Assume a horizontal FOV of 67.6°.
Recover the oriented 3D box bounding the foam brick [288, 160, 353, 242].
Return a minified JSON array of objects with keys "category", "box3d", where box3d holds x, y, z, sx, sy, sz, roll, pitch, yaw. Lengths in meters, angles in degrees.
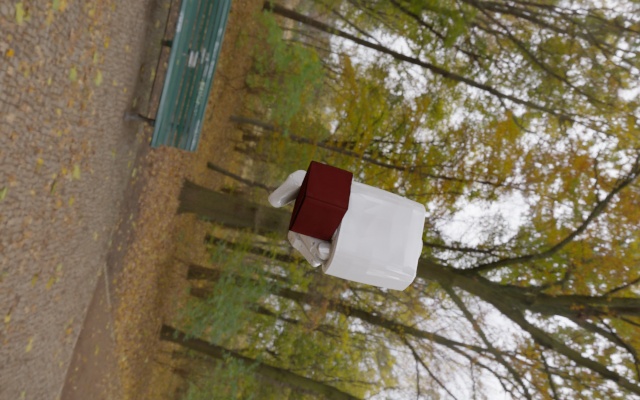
[{"category":"foam brick","box3d":[0.000,0.002,0.547,0.051,0.053,0.078,16,-35,-7]}]
